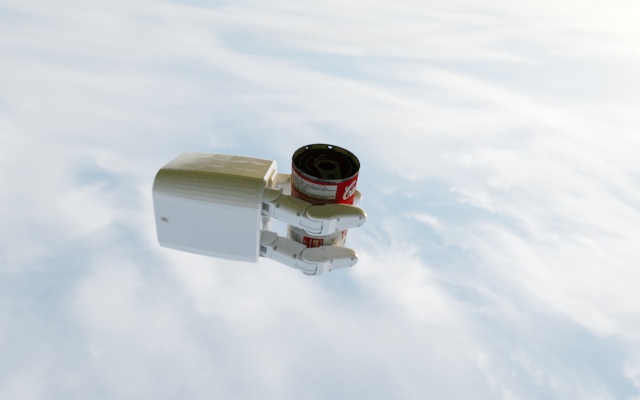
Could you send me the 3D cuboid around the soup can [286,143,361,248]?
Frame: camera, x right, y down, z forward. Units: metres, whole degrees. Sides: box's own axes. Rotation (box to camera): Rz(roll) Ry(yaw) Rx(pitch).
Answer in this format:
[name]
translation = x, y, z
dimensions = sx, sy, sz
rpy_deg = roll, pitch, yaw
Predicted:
[soup can]
translation = 0.001, 0.002, 0.496
dimensions = 0.068, 0.102, 0.068
rpy_deg = 5, 36, -4
